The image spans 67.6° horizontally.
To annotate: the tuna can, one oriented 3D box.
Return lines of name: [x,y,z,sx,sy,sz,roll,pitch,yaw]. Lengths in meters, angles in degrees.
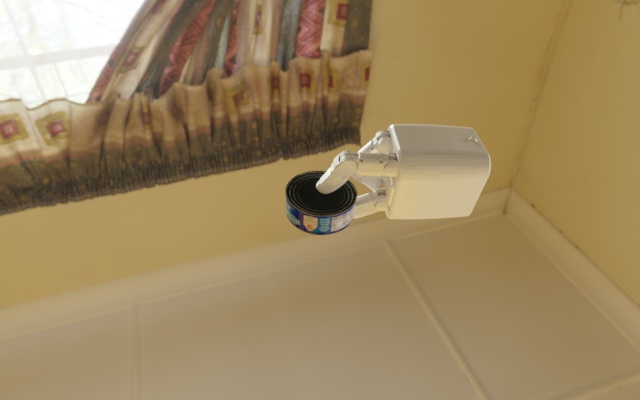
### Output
tuna can: [0.000,0.002,0.578,0.086,0.034,0.086,3,39,-2]
